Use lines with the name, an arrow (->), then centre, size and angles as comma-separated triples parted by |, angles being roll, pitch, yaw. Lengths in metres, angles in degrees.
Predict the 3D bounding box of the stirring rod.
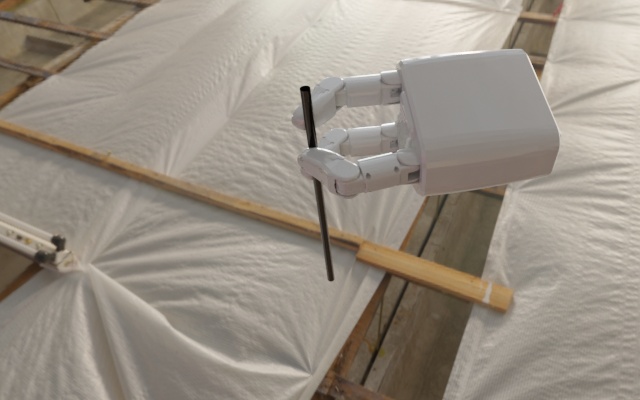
stirring rod -> 0.000, 0.001, 0.437 | 0.011, 0.011, 0.240 | 0, -44, 8
